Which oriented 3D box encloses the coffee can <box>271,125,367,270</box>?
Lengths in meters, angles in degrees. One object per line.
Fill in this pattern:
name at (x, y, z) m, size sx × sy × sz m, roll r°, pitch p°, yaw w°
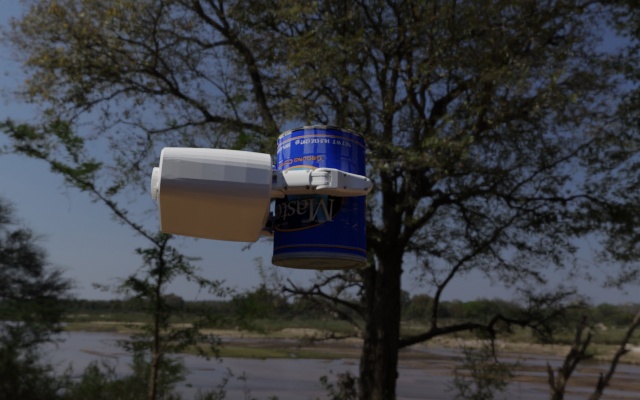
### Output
coffee can at (0.000, 0.002, 0.530) m, size 0.103 × 0.140 × 0.103 m, roll 1°, pitch -14°, yaw 0°
